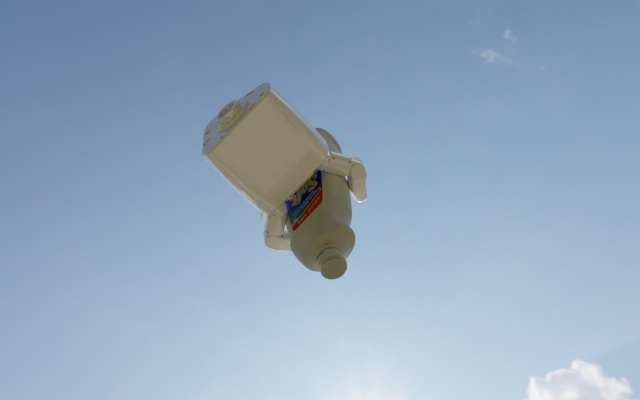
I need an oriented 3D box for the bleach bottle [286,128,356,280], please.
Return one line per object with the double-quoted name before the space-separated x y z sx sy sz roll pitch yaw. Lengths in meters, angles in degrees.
"bleach bottle" 0.000 0.002 0.604 0.102 0.068 0.250 -37 31 13
